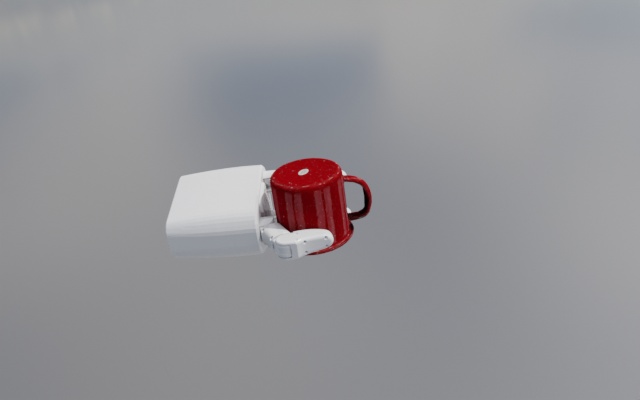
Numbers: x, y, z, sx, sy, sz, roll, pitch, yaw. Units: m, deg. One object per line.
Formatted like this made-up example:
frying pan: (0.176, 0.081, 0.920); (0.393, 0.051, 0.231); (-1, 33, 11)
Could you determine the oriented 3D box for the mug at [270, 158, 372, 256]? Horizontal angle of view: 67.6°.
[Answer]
mug: (0.001, 0.001, 0.544); (0.117, 0.081, 0.093); (-7, 28, 3)
